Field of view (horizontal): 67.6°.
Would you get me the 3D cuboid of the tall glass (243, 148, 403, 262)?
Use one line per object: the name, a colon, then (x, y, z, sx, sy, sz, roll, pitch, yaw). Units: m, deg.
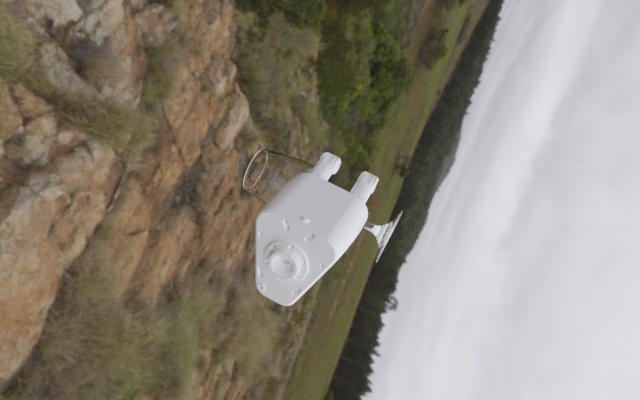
tall glass: (0.001, 0.002, 0.625, 0.201, 0.079, 0.079, 27, 4, 9)
